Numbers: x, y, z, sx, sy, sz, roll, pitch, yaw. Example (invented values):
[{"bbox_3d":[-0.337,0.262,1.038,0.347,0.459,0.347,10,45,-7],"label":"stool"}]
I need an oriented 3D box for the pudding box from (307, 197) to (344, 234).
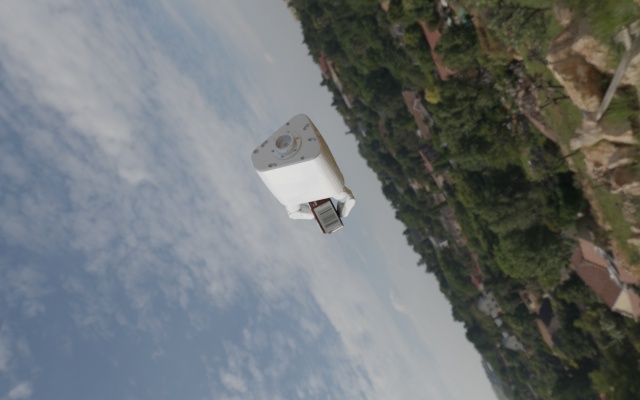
[{"bbox_3d":[0.000,0.003,0.832,0.039,0.113,0.090,-26,-5,3],"label":"pudding box"}]
